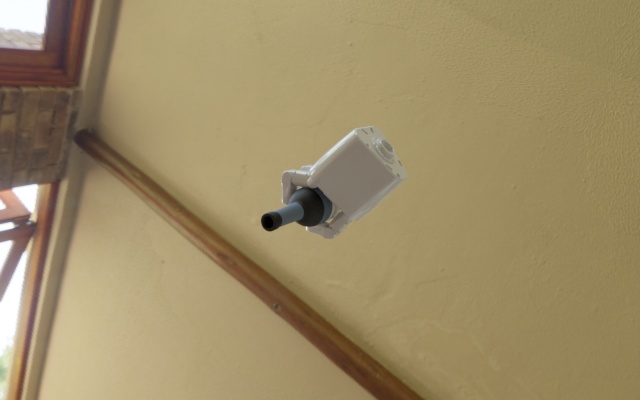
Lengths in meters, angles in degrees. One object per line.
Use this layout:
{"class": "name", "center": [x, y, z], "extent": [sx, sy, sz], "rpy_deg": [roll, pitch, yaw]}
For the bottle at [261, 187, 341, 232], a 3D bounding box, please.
{"class": "bottle", "center": [0.000, 0.003, 0.801], "extent": [0.069, 0.069, 0.295], "rpy_deg": [0, 11, 31]}
